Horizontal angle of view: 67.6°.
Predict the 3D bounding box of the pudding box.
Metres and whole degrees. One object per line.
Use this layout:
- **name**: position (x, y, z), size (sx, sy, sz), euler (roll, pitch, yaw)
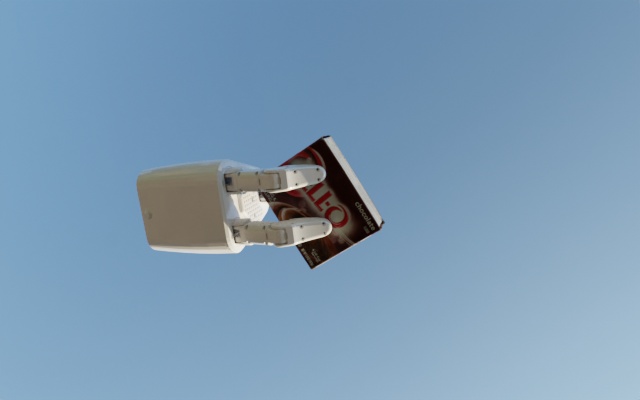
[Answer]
- **pudding box**: position (0.000, 0.002, 0.502), size (0.090, 0.113, 0.039), euler (-32, 4, 21)
